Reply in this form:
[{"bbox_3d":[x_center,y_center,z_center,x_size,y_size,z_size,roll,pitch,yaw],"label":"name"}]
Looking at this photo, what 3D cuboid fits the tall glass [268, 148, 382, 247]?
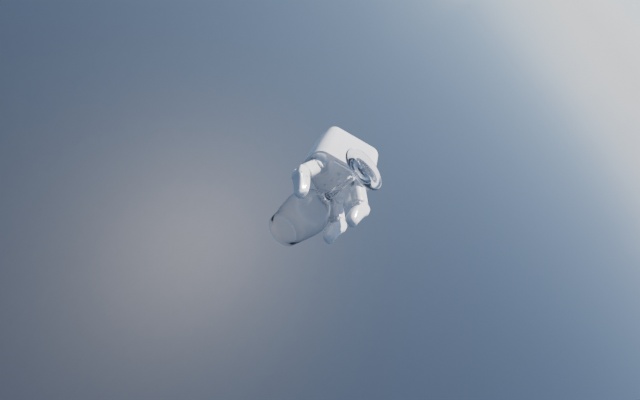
[{"bbox_3d":[0.000,0.002,0.766,0.201,0.079,0.079,-37,-23,34],"label":"tall glass"}]
